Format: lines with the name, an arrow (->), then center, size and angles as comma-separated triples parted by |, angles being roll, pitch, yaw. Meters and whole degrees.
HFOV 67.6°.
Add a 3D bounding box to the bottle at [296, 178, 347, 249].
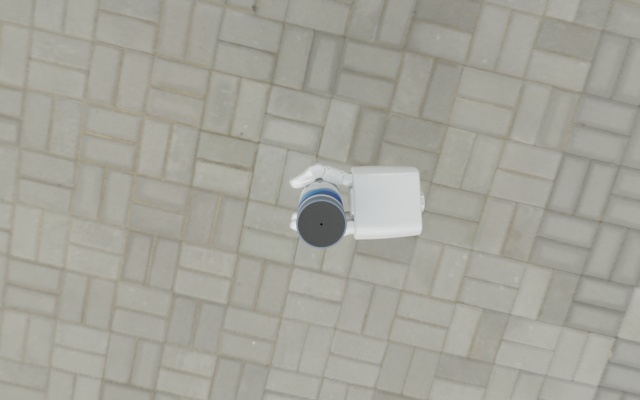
bottle -> 0.000, 0.003, 0.761 | 0.069, 0.069, 0.295 | 0, 11, 0
